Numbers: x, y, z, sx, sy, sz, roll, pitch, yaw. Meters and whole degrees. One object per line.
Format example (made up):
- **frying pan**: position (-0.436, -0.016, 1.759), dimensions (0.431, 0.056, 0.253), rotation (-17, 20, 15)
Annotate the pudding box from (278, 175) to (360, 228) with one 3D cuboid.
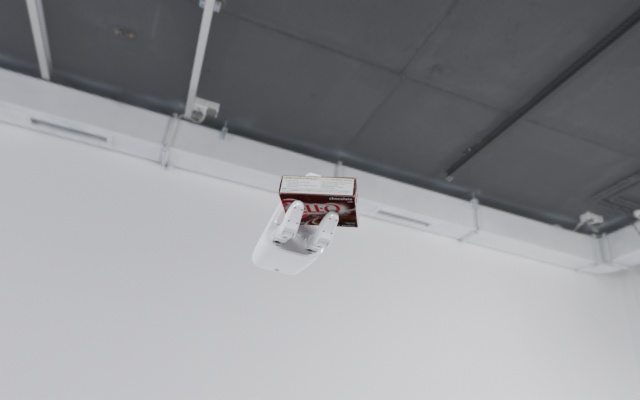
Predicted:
- **pudding box**: position (0.000, 0.002, 0.716), dimensions (0.113, 0.039, 0.090), rotation (0, -31, 8)
